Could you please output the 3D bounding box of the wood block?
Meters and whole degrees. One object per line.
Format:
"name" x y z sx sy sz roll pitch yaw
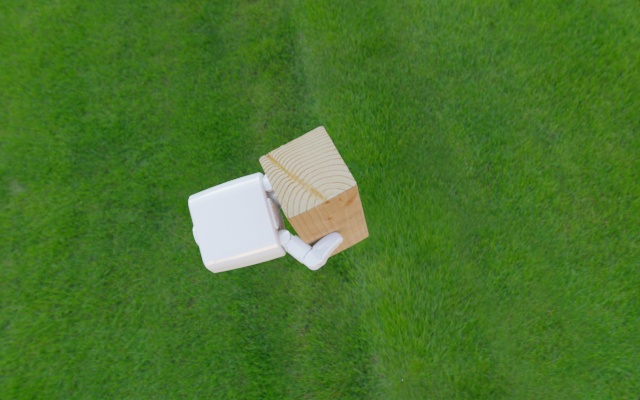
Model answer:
"wood block" 0.000 0.003 0.647 0.090 0.090 0.206 -27 -22 -1
